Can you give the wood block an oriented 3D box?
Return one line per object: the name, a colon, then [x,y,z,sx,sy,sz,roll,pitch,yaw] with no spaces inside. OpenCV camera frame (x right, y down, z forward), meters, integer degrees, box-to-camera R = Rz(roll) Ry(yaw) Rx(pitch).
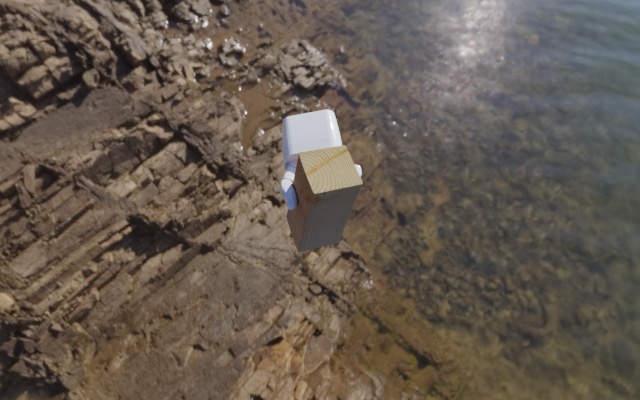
wood block: [0.000,0.003,0.887,0.091,0.090,0.206,-11,-31,-17]
